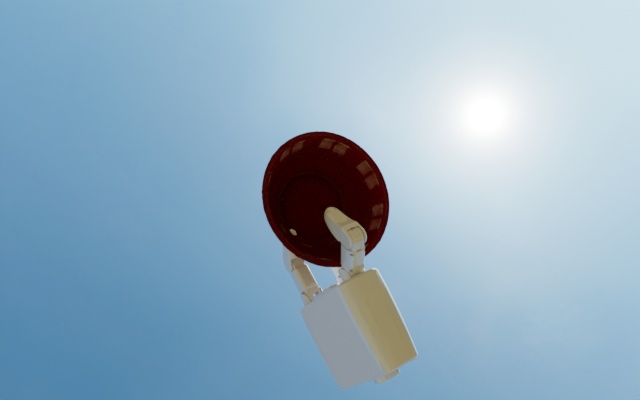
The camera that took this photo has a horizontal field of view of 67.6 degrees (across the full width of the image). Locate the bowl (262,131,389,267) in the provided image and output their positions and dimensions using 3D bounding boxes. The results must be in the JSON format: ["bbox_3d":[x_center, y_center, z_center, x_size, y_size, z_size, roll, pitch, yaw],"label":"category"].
[{"bbox_3d":[0.000,0.001,0.573,0.162,0.162,0.055,0,-13,-24],"label":"bowl"}]
